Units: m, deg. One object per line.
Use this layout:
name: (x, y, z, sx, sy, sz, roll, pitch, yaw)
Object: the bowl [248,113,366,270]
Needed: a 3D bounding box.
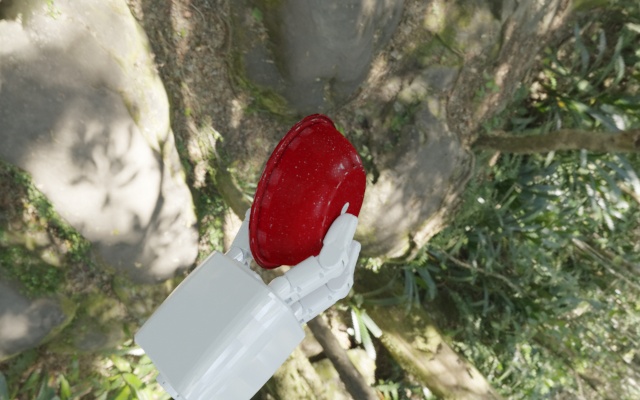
bowl: (0.001, 0.000, 0.463, 0.055, 0.162, 0.162, 21, 8, 22)
